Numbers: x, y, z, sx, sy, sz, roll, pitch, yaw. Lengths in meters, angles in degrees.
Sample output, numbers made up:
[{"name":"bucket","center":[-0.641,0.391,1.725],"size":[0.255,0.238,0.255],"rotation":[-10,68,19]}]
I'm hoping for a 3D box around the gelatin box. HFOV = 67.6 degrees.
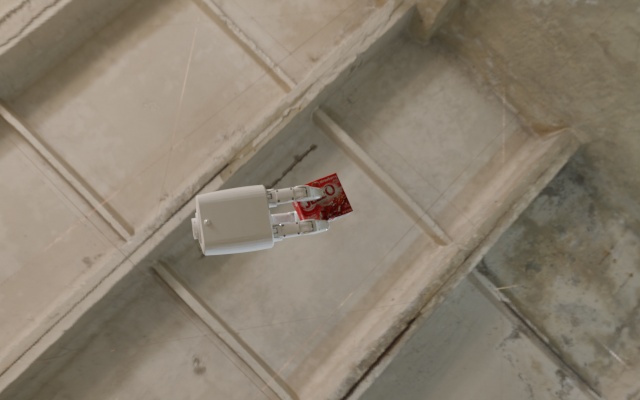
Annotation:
[{"name":"gelatin box","center":[0.000,0.003,0.806],"size":[0.089,0.073,0.030],"rotation":[-21,-8,-22]}]
